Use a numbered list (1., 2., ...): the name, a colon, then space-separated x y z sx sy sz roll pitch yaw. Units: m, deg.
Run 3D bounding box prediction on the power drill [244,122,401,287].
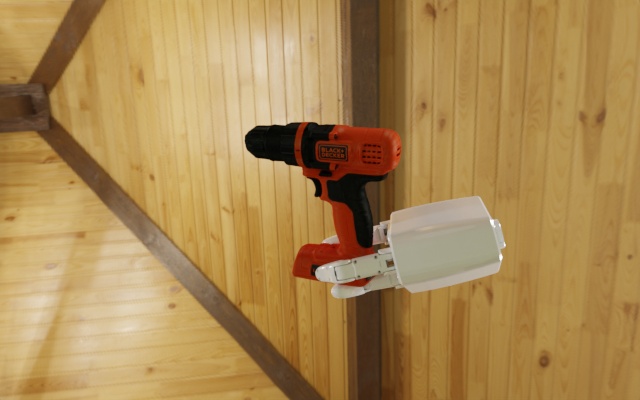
1. power drill: 0.000 0.002 0.558 0.184 0.188 0.057 7 24 23
